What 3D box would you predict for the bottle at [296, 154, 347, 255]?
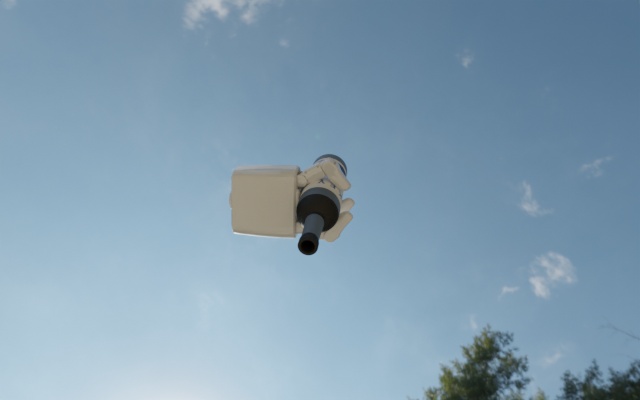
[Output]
[{"bbox_3d":[0.000,0.002,0.762,0.069,0.069,0.295,0,23,7],"label":"bottle"}]
